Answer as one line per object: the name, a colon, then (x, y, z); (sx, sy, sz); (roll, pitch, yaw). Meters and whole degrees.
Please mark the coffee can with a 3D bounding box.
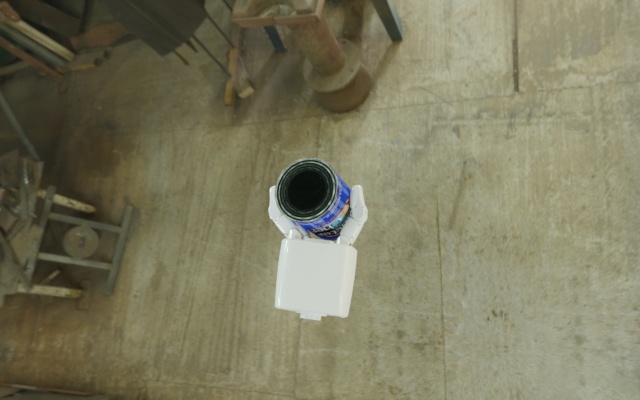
coffee can: (0.000, 0.002, 0.777); (0.103, 0.102, 0.140); (0, -16, 20)
